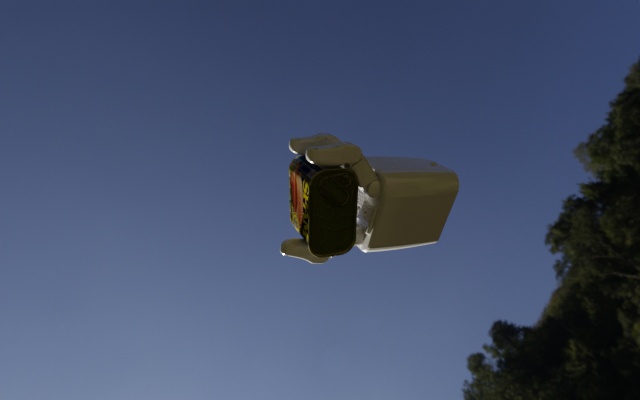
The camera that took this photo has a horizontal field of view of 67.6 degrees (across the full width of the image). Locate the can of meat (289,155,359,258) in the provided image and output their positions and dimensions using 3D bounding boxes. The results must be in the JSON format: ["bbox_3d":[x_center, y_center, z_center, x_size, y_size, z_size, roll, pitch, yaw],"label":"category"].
[{"bbox_3d":[0.000,0.002,0.555,0.057,0.102,0.084,-6,21,-19],"label":"can of meat"}]
